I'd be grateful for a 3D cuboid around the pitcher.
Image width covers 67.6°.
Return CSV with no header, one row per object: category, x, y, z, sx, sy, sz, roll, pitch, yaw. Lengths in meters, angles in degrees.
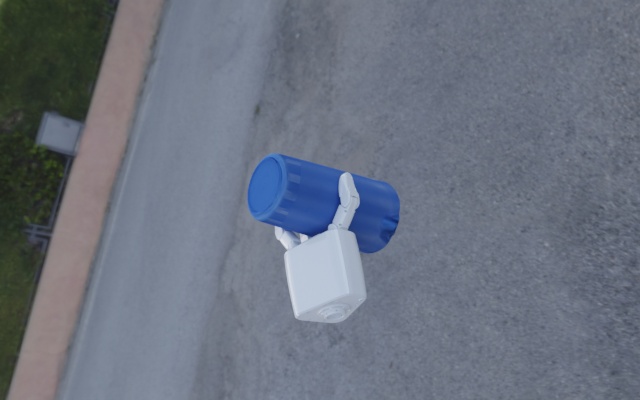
pitcher,0.000,0.003,0.801,0.243,0.145,0.149,16,-40,-36
